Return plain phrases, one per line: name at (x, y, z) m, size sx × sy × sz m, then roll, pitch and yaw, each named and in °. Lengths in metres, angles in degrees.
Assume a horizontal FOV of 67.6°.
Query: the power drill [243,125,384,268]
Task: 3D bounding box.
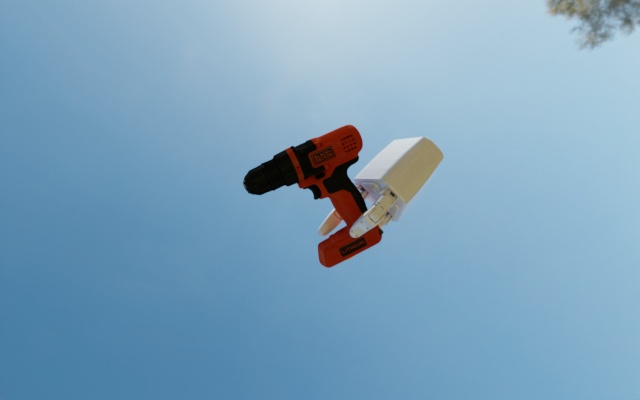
power drill at (0.001, 0.003, 0.709) m, size 0.184 × 0.188 × 0.057 m, roll -25°, pitch 19°, yaw -6°
